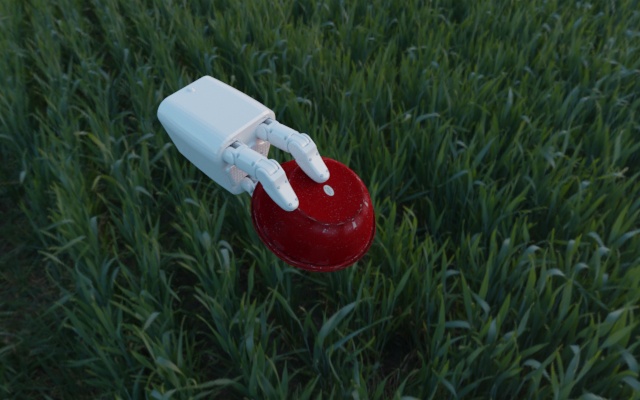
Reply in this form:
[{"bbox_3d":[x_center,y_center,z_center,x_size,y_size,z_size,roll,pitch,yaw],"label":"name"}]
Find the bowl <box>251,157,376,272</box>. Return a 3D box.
[{"bbox_3d":[0.001,0.002,0.575,0.162,0.162,0.055,0,-31,-19],"label":"bowl"}]
